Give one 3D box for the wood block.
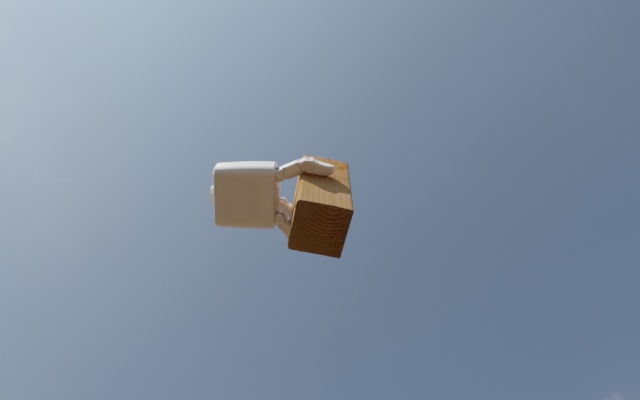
[{"bbox_3d":[0.000,0.002,0.831,0.090,0.091,0.206,11,25,-5],"label":"wood block"}]
